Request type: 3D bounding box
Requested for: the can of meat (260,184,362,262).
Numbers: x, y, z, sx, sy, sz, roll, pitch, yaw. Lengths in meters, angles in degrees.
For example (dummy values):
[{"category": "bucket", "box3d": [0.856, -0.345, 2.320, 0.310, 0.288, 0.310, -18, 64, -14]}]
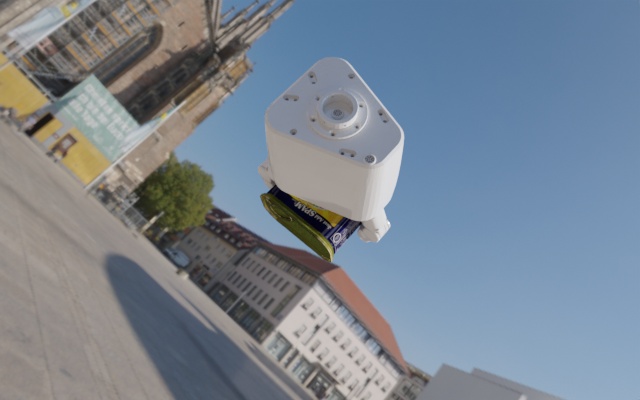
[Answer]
[{"category": "can of meat", "box3d": [0.000, 0.002, 0.523, 0.102, 0.084, 0.057, 37, -17, 19]}]
